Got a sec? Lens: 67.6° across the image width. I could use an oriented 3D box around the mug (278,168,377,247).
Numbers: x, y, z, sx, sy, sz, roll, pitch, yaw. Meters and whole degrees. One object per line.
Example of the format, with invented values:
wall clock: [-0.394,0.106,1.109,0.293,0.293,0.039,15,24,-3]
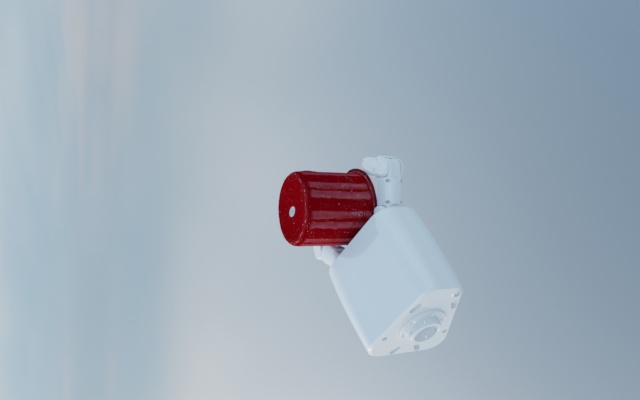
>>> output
mug: [-0.001,0.001,0.539,0.081,0.093,0.117,1,39,-27]
